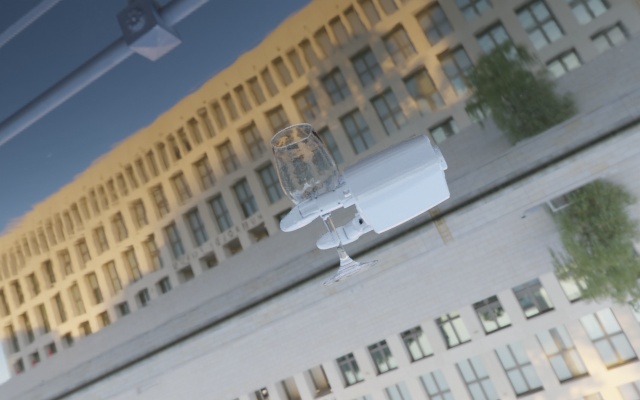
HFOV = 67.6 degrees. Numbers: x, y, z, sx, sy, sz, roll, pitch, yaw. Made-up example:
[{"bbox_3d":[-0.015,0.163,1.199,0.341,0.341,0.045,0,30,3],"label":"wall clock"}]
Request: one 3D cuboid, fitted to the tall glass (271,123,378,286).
[{"bbox_3d":[0.000,0.003,0.615,0.079,0.201,0.079,-22,-13,-6],"label":"tall glass"}]
